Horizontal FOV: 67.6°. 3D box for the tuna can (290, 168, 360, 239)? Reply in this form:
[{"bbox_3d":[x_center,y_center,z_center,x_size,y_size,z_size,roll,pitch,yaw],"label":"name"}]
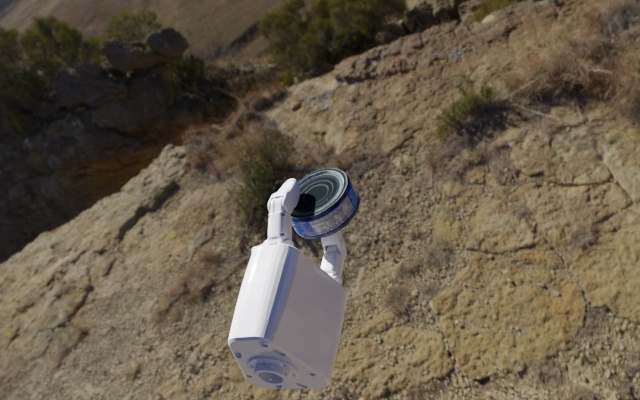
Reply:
[{"bbox_3d":[0.000,0.001,0.553,0.086,0.086,0.034,0,-45,37],"label":"tuna can"}]
